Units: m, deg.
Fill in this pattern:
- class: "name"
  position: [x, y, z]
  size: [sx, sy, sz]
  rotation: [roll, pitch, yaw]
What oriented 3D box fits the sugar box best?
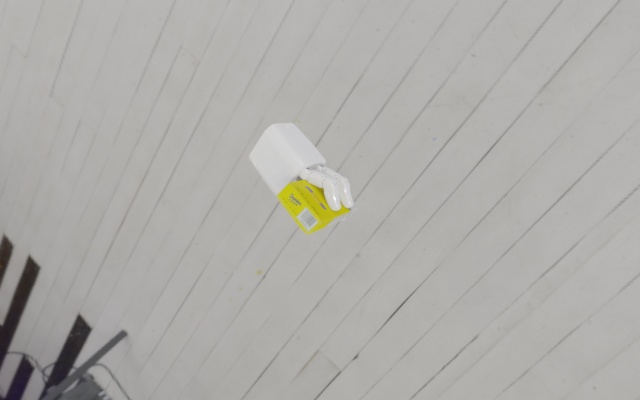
- class: "sugar box"
  position: [0.000, 0.003, 0.898]
  size: [0.048, 0.093, 0.176]
  rotation: [-44, -11, 27]
